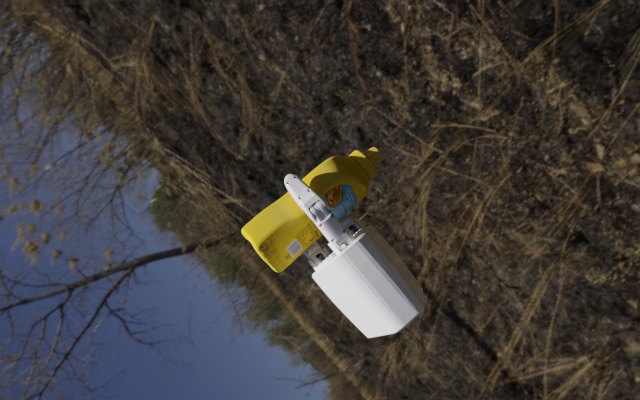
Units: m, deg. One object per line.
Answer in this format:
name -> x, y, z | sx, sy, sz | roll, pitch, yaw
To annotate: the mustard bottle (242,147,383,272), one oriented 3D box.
mustard bottle -> 0.000, 0.002, 0.578 | 0.058, 0.191, 0.096 | 46, -8, 29
